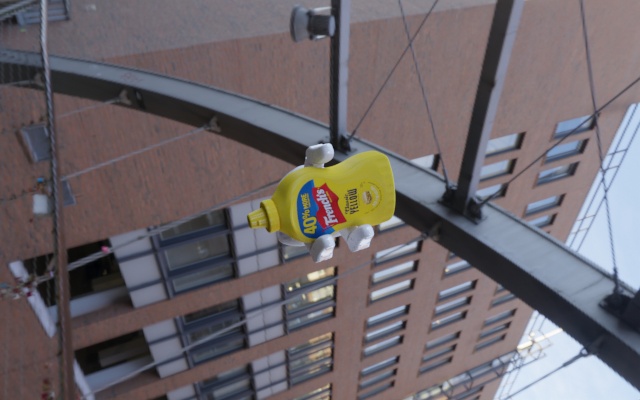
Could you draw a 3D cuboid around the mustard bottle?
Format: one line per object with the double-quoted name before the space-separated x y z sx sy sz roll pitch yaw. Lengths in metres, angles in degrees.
"mustard bottle" 0.000 0.002 0.611 0.191 0.096 0.058 -15 24 -18
